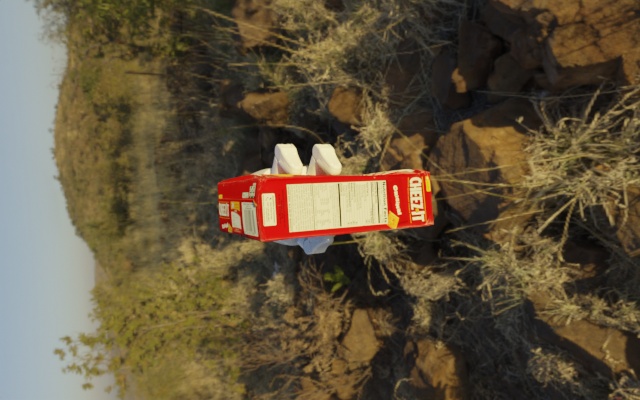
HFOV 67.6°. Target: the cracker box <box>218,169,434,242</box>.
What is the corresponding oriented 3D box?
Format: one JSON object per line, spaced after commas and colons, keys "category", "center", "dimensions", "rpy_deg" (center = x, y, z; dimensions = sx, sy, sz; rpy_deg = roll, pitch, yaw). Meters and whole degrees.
{"category": "cracker box", "center": [0.000, 0.002, 0.578], "dimensions": [0.213, 0.072, 0.164], "rpy_deg": [-4, 2, -26]}
